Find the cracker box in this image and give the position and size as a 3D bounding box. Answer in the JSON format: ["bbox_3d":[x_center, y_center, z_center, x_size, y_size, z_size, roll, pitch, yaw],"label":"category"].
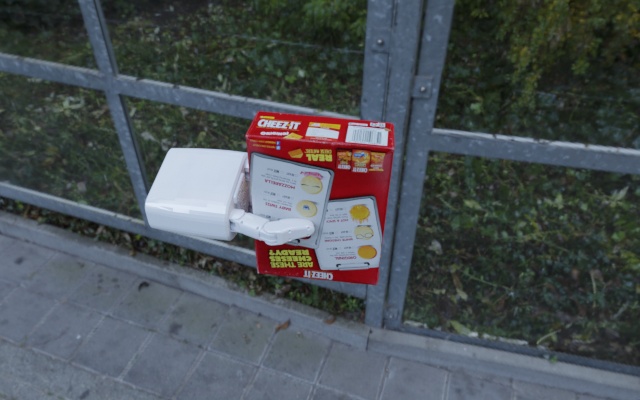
[{"bbox_3d":[0.000,0.002,0.597,0.164,0.214,0.072,5,38,6],"label":"cracker box"}]
